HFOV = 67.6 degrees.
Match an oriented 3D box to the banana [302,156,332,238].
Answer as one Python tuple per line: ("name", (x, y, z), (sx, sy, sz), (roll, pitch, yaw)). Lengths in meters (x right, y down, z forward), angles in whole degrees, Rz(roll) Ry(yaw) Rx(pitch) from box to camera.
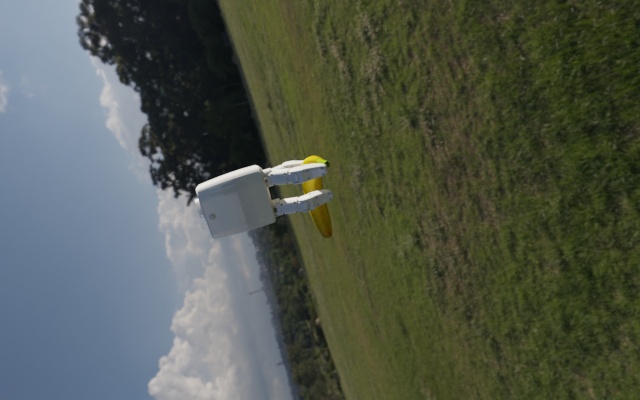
("banana", (-0.007, -0.012, 0.835), (0.037, 0.069, 0.198), (-20, -39, -11))
